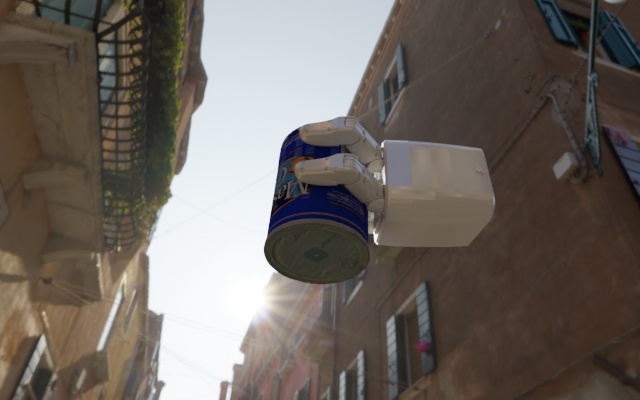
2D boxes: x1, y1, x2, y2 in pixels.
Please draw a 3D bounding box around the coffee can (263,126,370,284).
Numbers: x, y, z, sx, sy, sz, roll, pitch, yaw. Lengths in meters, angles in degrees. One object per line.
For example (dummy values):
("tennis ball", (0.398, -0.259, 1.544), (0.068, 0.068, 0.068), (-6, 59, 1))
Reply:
("coffee can", (0.000, 0.002, 0.504), (0.103, 0.140, 0.103), (3, -41, 2))
